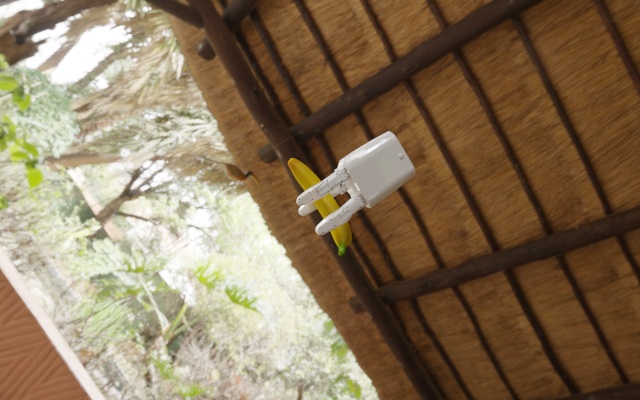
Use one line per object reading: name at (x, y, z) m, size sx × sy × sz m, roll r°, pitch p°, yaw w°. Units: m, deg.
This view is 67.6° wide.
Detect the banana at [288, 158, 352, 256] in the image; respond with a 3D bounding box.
banana at (0.007, 0.007, 0.860) m, size 0.037 × 0.197 × 0.069 m, roll -34°, pitch -13°, yaw 10°
